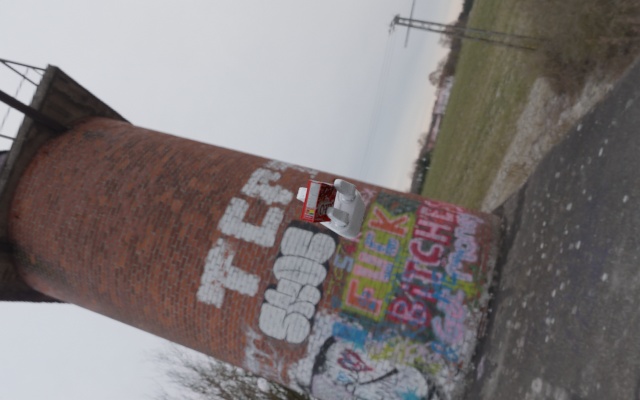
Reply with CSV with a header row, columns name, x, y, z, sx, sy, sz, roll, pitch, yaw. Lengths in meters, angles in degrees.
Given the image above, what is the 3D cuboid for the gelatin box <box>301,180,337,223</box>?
name,x,y,z,sx,sy,sz,roll,pitch,yaw
gelatin box,0.000,0.003,0.883,0.030,0.073,0.089,14,3,22
